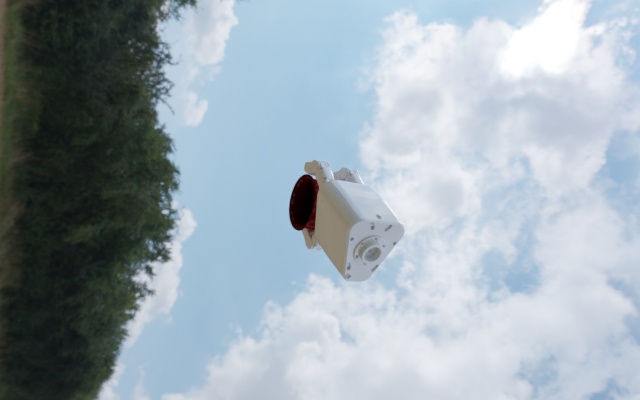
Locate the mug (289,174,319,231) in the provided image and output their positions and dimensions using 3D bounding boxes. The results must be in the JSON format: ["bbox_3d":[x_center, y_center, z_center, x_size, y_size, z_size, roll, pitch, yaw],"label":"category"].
[{"bbox_3d":[0.000,0.002,0.800,0.081,0.093,0.117,10,27,-28],"label":"mug"}]
